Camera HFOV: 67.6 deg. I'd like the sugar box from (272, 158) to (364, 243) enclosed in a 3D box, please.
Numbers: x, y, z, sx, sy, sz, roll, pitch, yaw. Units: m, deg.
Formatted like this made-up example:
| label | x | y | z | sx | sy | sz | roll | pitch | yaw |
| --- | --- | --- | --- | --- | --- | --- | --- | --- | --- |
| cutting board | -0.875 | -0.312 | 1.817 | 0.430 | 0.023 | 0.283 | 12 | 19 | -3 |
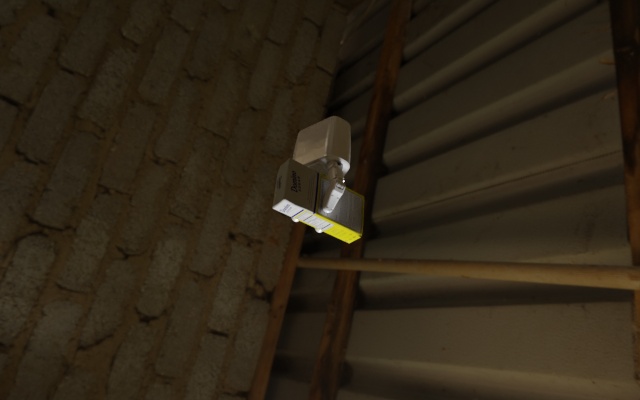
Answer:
| label | x | y | z | sx | sy | sz | roll | pitch | yaw |
| --- | --- | --- | --- | --- | --- | --- | --- | --- | --- |
| sugar box | 0.000 | 0.003 | 0.870 | 0.176 | 0.093 | 0.048 | 25 | -38 | -26 |
